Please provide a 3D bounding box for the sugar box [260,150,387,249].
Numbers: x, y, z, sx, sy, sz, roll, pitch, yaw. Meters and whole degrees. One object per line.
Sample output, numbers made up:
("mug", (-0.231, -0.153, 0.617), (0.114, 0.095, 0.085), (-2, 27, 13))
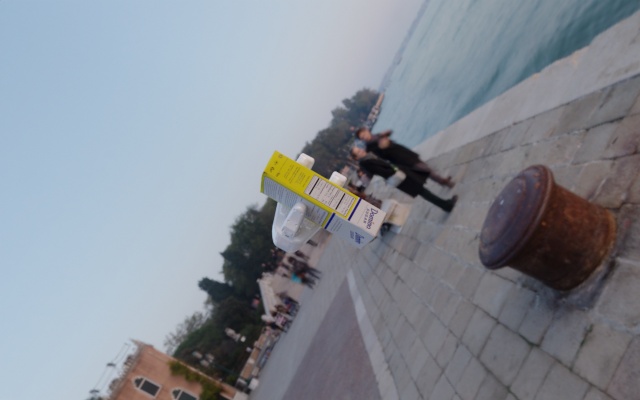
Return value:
("sugar box", (0.000, 0.002, 0.679), (0.176, 0.048, 0.093), (28, -18, 0))
